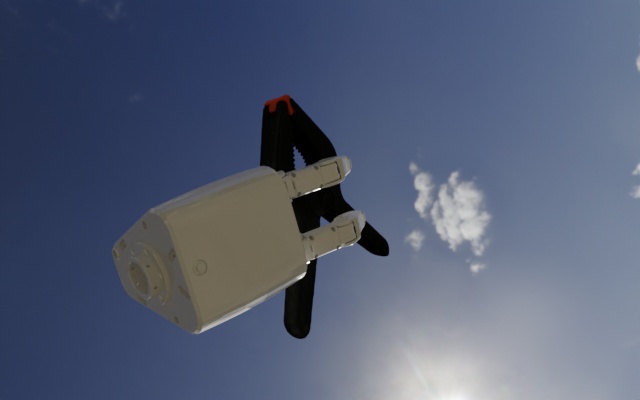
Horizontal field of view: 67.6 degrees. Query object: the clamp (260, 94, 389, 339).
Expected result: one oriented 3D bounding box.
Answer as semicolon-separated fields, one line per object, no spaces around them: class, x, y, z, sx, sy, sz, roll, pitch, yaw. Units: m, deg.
clamp;-0.001;0.001;0.462;0.036;0.210;0.164;-7;12;40
